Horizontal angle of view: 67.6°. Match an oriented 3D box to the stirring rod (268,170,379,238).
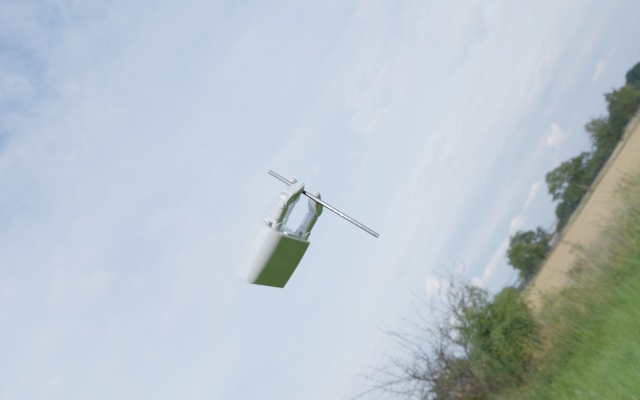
[{"bbox_3d":[0.000,0.003,0.841,0.239,0.011,0.011,31,13,22],"label":"stirring rod"}]
